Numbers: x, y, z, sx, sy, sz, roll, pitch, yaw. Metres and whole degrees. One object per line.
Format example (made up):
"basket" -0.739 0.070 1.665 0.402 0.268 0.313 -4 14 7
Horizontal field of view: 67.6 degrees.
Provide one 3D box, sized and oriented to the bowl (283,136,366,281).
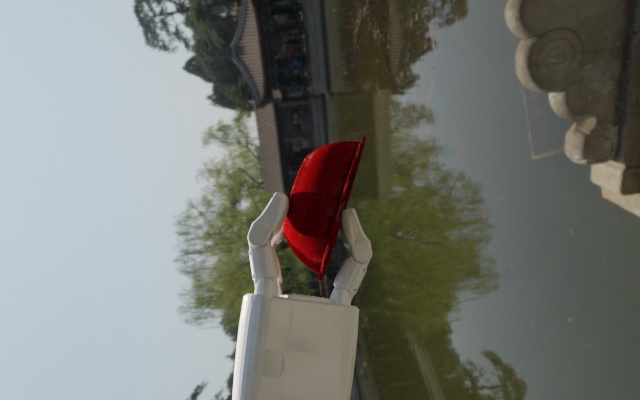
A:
"bowl" 0.000 0.000 0.514 0.055 0.162 0.162 17 1 5
